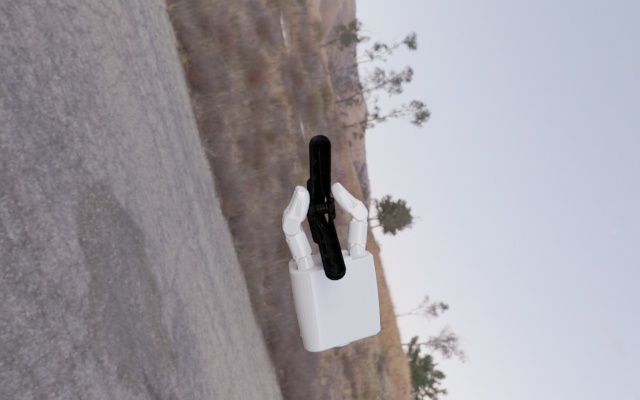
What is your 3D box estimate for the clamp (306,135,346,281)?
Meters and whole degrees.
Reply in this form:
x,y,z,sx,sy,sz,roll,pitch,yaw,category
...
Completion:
x,y,z,sx,sy,sz,roll,pitch,yaw,category
0.001,0.002,0.623,0.036,0.164,0.210,-6,5,-5,clamp
